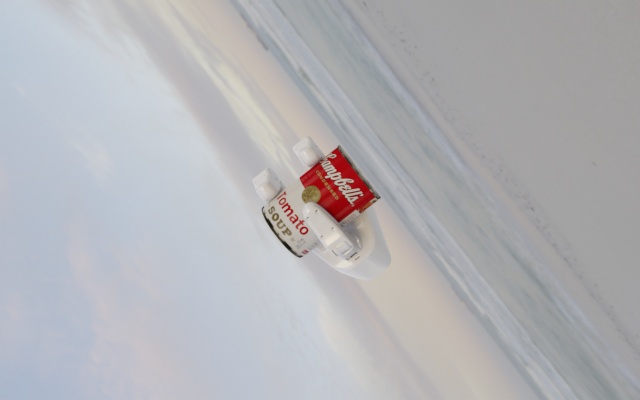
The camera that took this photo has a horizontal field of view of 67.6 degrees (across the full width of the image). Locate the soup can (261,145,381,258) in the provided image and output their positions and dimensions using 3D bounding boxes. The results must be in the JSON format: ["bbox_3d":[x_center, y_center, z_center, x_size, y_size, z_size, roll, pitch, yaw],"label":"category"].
[{"bbox_3d":[0.000,0.002,0.481,0.102,0.068,0.068,-38,-5,6],"label":"soup can"}]
